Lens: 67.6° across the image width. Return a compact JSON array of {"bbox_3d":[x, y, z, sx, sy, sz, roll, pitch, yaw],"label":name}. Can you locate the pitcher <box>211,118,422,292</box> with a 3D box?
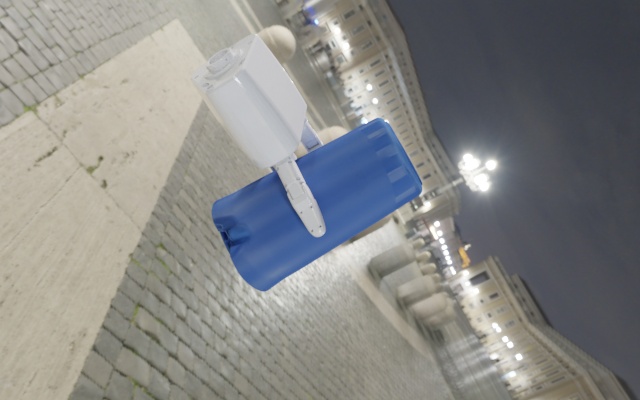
[{"bbox_3d":[0.000,0.002,0.607,0.243,0.145,0.149,-29,33,10],"label":"pitcher"}]
